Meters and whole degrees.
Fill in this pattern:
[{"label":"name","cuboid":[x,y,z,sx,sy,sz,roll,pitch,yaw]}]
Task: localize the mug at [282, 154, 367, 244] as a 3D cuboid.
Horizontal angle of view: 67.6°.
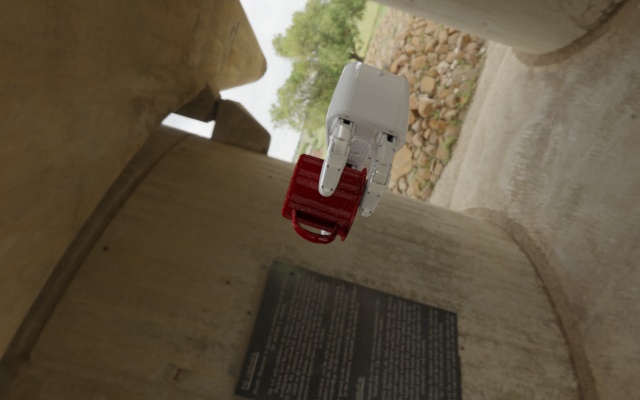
[{"label":"mug","cuboid":[0.000,0.003,0.565,0.081,0.117,0.093,18,-40,-2]}]
